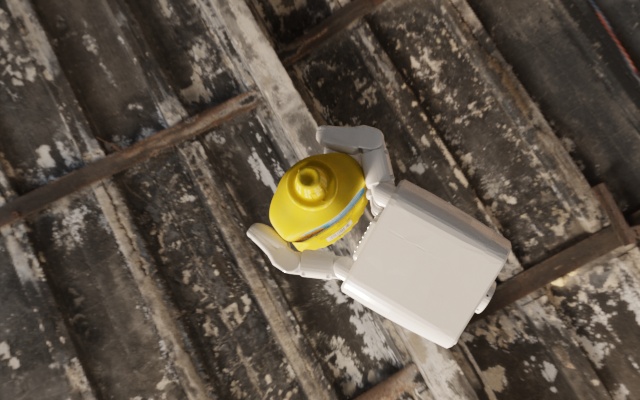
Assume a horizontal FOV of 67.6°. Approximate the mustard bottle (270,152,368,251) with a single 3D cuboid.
[{"bbox_3d":[0.000,0.001,0.448,0.096,0.058,0.192,-36,-12,-2],"label":"mustard bottle"}]
